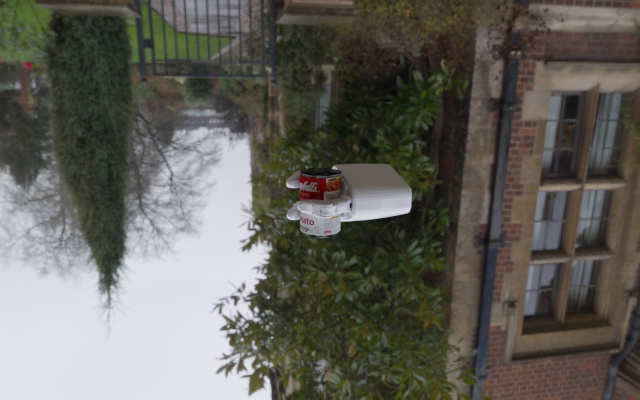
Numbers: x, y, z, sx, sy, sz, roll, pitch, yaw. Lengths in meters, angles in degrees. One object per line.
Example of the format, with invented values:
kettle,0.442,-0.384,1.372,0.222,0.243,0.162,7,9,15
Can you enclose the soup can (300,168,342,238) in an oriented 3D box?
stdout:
soup can,0.000,0.003,0.780,0.068,0.102,0.068,1,15,0
